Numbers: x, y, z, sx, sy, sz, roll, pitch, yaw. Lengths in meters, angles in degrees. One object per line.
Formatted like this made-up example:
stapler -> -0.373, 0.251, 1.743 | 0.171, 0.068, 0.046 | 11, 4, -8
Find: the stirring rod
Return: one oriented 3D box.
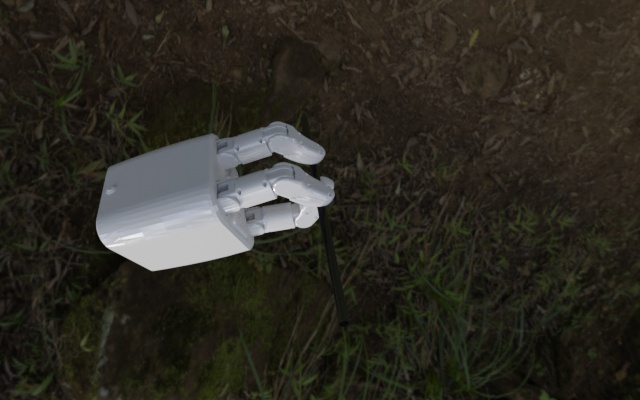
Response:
stirring rod -> 0.000, 0.001, 0.426 | 0.011, 0.239, 0.011 | -6, -42, -6
